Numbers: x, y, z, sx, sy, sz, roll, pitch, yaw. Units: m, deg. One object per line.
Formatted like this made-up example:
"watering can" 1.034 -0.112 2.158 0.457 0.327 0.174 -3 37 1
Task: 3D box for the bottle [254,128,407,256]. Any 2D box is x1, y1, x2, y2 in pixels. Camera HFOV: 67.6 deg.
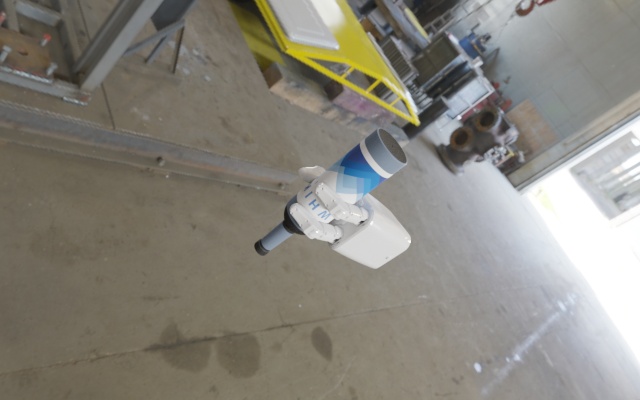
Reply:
"bottle" 0.000 0.002 0.751 0.296 0.069 0.069 -38 -20 27
